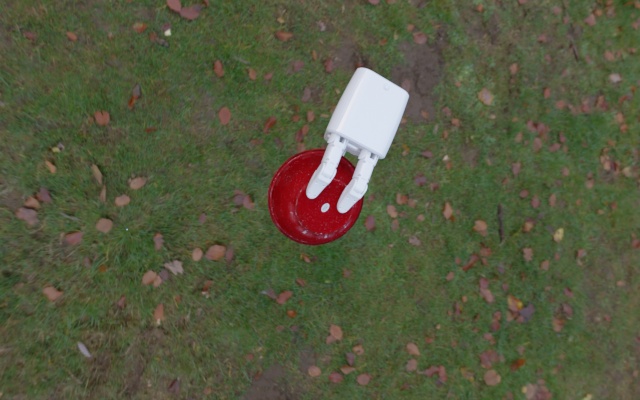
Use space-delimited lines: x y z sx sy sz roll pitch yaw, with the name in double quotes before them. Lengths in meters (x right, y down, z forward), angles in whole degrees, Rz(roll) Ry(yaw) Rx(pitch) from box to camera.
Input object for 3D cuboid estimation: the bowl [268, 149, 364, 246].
"bowl" 0.000 0.004 0.752 0.162 0.162 0.055 0 14 -14
